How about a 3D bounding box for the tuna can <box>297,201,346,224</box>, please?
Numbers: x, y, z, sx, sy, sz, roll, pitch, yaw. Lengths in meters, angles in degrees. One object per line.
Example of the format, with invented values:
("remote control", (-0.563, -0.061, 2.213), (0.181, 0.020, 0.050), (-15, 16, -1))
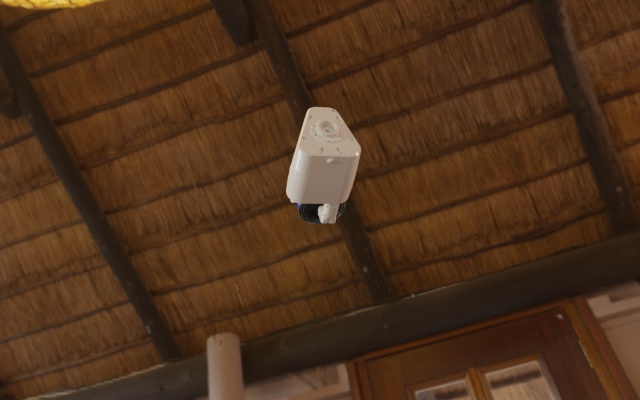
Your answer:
("tuna can", (0.000, 0.002, 0.849), (0.086, 0.033, 0.086), (-8, -40, -7))
